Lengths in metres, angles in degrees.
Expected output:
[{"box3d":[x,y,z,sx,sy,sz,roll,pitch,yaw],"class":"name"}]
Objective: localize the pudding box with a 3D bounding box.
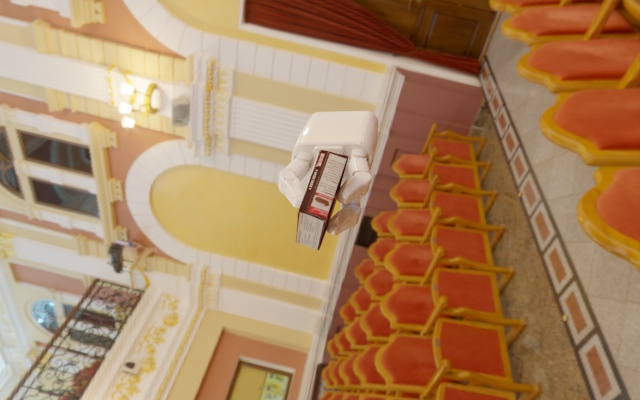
[{"box3d":[0.000,0.002,0.597,0.039,0.090,0.113,16,-23,5],"class":"pudding box"}]
